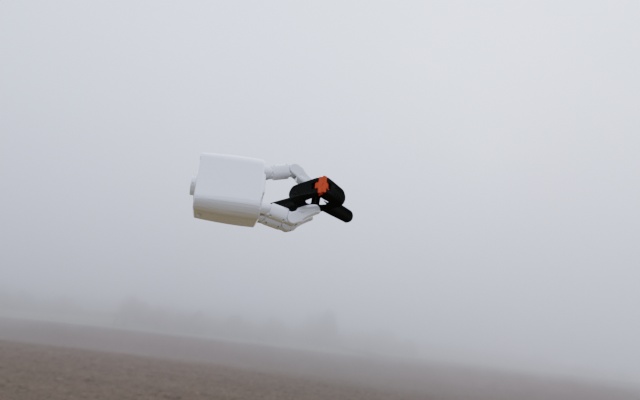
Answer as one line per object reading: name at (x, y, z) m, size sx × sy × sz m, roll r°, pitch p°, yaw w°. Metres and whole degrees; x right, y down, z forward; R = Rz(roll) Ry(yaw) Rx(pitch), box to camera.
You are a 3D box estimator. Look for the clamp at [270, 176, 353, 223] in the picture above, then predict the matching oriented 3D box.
clamp at (0.000, 0.002, 0.836) m, size 0.164 × 0.036 × 0.210 m, roll 6°, pitch -16°, yaw -12°
